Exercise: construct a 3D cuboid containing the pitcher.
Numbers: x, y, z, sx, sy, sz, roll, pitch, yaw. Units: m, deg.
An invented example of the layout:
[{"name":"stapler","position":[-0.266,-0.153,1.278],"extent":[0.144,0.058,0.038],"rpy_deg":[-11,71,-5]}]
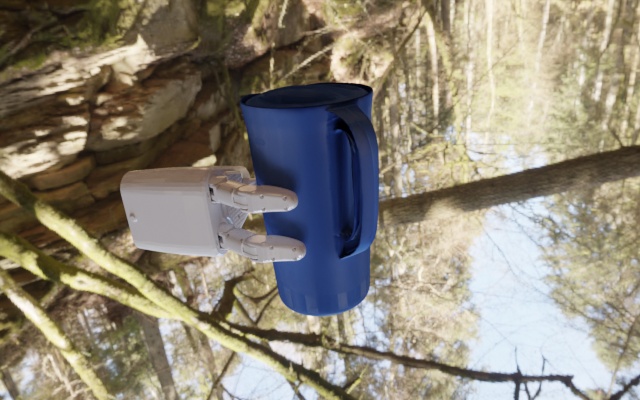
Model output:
[{"name":"pitcher","position":[0.000,0.002,0.510],"extent":[0.145,0.243,0.149],"rpy_deg":[0,23,14]}]
